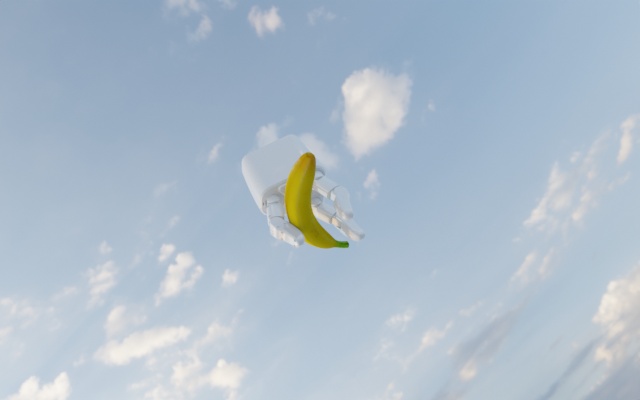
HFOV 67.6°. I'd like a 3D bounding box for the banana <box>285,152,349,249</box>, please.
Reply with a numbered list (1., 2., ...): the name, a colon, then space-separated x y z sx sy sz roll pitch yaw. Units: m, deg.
1. banana: -0.016 0.012 0.683 0.069 0.198 0.037 -24 45 -1
